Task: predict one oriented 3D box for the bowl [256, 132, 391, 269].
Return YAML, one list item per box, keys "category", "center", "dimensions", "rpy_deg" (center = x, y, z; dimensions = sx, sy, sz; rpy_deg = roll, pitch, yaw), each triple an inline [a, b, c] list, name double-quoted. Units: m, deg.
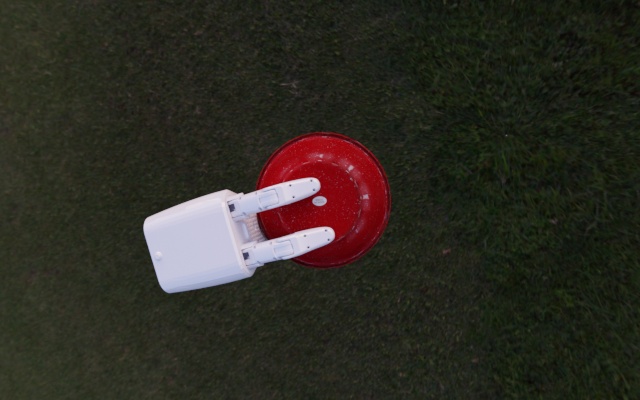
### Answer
- category: "bowl"
  center: [0.001, 0.001, 0.539]
  dimensions: [0.162, 0.162, 0.055]
  rpy_deg: [0, 3, 4]
